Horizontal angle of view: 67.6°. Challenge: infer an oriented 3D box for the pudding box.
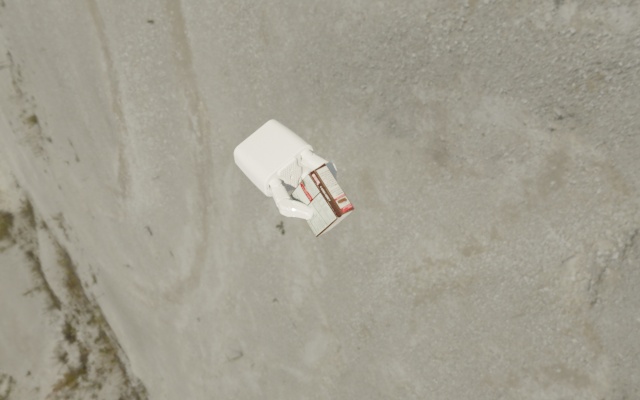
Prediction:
[{"bbox_3d":[0.000,0.003,0.793,0.039,0.090,0.113,-30,-7,-25],"label":"pudding box"}]
